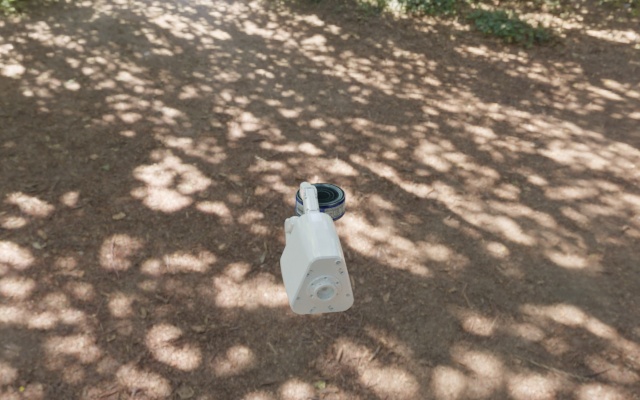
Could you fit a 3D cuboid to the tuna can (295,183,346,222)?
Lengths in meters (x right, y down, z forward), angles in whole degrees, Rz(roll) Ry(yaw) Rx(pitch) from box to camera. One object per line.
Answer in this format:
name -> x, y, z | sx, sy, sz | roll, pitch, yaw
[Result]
tuna can -> 0.000, 0.002, 0.809 | 0.086, 0.034, 0.086 | 1, 29, 0
